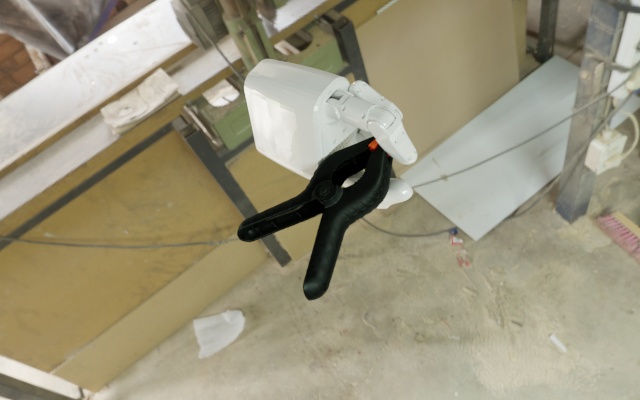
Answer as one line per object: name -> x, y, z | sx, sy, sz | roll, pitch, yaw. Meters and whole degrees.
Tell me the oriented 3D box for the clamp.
clamp -> 0.000, 0.001, 0.457 | 0.120, 0.171, 0.039 | 26, -23, 31
